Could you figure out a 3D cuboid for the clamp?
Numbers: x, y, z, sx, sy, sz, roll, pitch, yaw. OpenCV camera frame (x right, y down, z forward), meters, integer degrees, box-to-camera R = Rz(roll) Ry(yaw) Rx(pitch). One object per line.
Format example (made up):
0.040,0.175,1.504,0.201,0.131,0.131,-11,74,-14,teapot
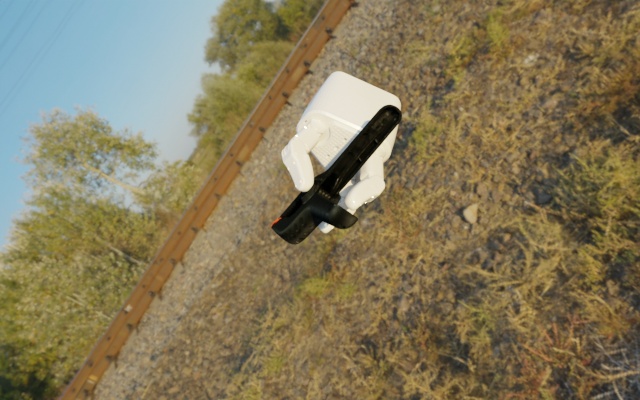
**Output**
-0.001,0.001,0.518,0.036,0.164,0.210,38,-45,-12,clamp
